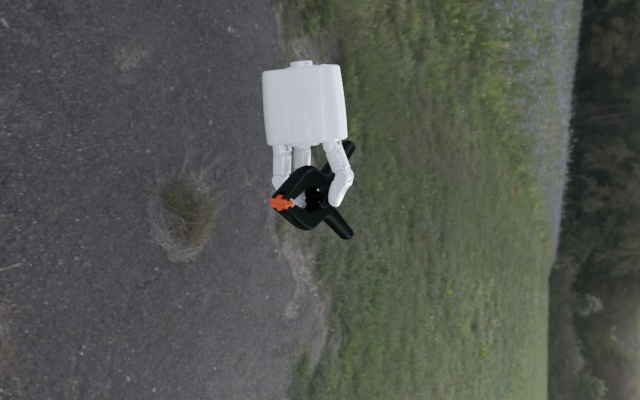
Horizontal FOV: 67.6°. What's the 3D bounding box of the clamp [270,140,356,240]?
[{"bbox_3d":[0.001,0.002,0.725,0.036,0.164,0.210,4,15,32],"label":"clamp"}]
